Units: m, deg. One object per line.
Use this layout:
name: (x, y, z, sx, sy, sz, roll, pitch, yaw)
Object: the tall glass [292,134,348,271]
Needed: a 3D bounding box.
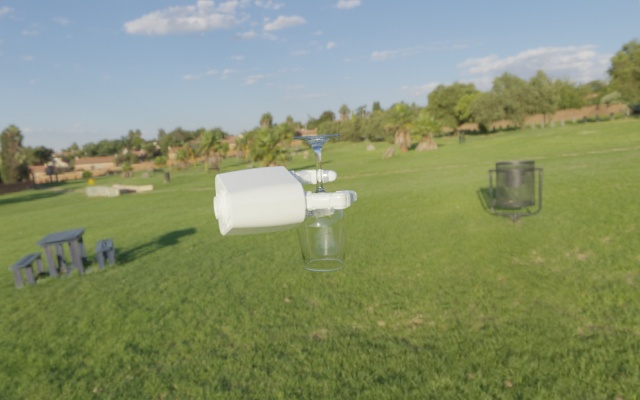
tall glass: (0.000, 0.002, 0.725, 0.079, 0.201, 0.079, -4, 7, 0)
